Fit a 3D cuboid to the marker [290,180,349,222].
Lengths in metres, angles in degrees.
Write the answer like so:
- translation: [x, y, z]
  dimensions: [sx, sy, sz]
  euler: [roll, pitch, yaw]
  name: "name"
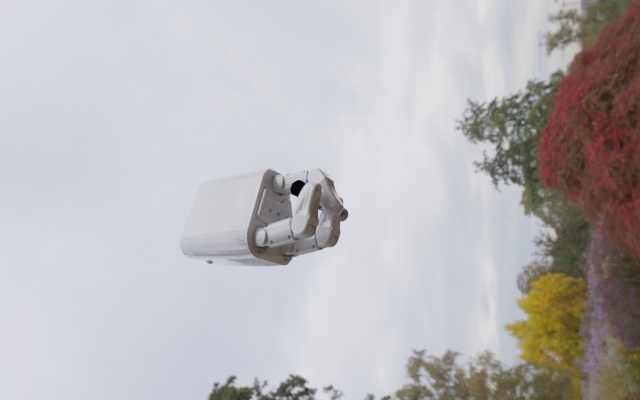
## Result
- translation: [0.000, 0.002, 0.566]
  dimensions: [0.020, 0.020, 0.121]
  euler: [0, -16, 29]
  name: "marker"
